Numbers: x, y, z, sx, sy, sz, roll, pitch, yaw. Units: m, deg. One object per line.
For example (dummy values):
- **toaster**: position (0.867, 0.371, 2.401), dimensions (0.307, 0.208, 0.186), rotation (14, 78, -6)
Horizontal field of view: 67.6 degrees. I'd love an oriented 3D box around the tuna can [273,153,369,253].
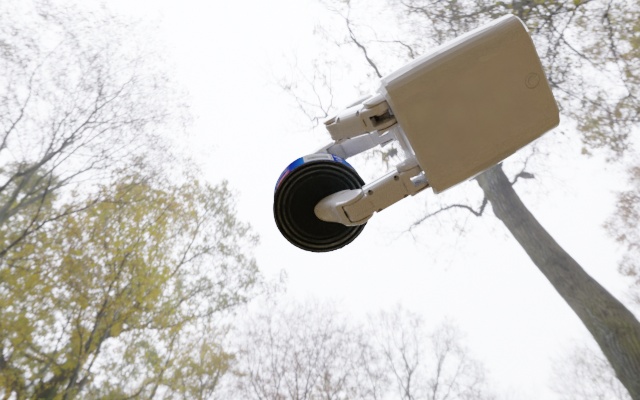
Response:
- **tuna can**: position (0.000, 0.001, 0.426), dimensions (0.086, 0.086, 0.033), rotation (0, 19, -6)
